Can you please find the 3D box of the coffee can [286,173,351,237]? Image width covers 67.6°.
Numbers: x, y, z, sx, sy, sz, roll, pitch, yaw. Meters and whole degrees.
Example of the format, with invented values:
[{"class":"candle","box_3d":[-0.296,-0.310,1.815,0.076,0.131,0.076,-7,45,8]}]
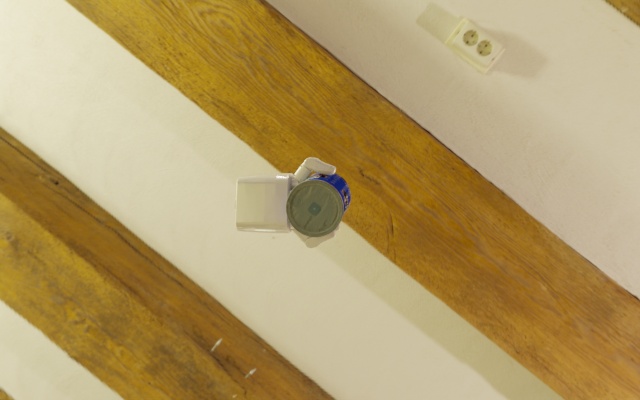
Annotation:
[{"class":"coffee can","box_3d":[0.000,0.003,0.900,0.103,0.103,0.140,0,10,9]}]
